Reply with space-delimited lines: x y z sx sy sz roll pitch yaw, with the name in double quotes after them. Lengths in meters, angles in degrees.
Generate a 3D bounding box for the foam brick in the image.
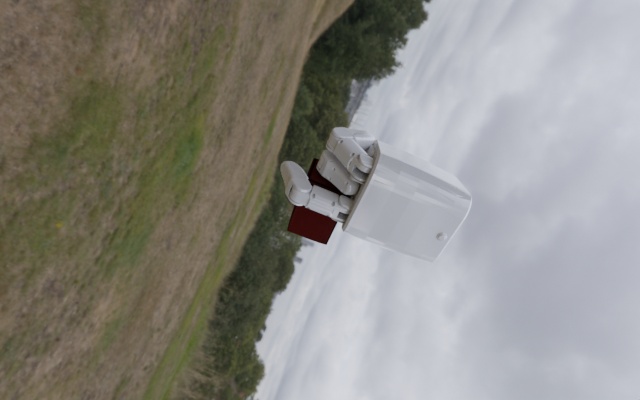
0.000 0.002 0.552 0.051 0.078 0.053 21 34 -5 "foam brick"
